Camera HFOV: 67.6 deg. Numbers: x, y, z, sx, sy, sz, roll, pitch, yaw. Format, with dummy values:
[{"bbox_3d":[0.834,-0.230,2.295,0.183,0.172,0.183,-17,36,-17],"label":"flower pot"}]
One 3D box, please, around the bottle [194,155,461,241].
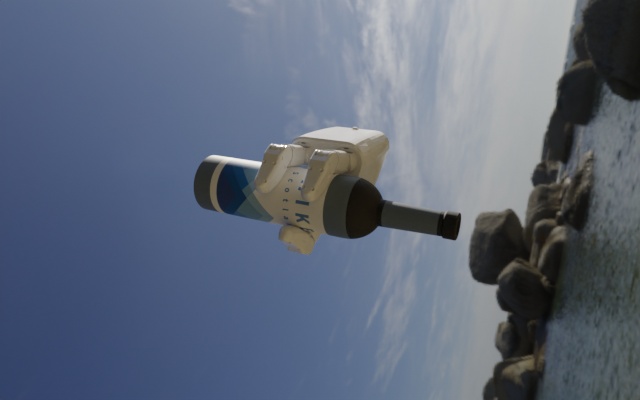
[{"bbox_3d":[0.000,0.002,0.518,0.295,0.069,0.069,10,4,24],"label":"bottle"}]
